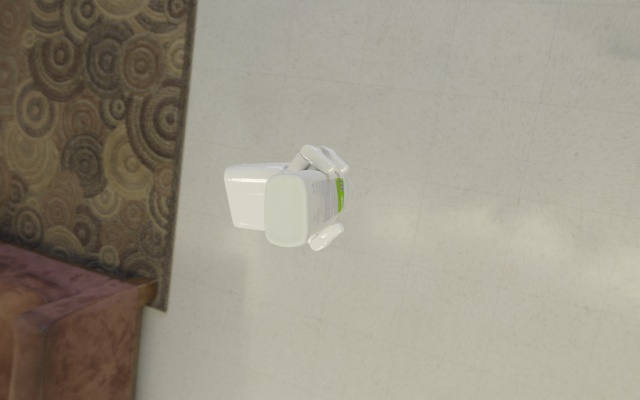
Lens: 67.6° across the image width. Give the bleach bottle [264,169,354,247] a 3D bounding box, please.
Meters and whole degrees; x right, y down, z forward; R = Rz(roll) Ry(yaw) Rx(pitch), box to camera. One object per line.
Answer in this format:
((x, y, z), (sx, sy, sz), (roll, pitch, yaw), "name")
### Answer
((0.000, 0.002, 0.748), (0.068, 0.102, 0.251), (2, 5, 22), "bleach bottle")
